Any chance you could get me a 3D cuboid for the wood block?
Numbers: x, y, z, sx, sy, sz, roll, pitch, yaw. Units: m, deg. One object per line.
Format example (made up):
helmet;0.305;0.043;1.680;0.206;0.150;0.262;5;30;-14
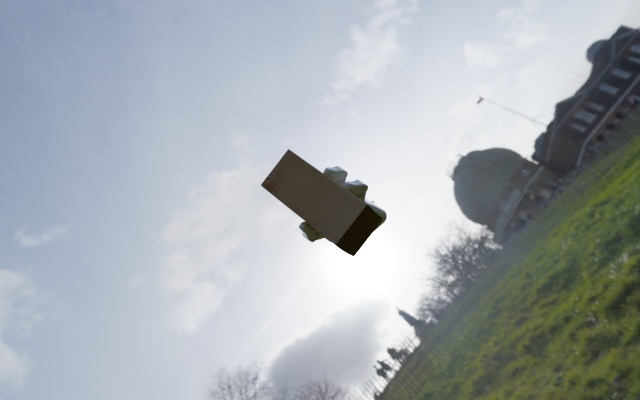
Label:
wood block;0.000;0.003;0.887;0.206;0.091;0.090;37;-1;32
